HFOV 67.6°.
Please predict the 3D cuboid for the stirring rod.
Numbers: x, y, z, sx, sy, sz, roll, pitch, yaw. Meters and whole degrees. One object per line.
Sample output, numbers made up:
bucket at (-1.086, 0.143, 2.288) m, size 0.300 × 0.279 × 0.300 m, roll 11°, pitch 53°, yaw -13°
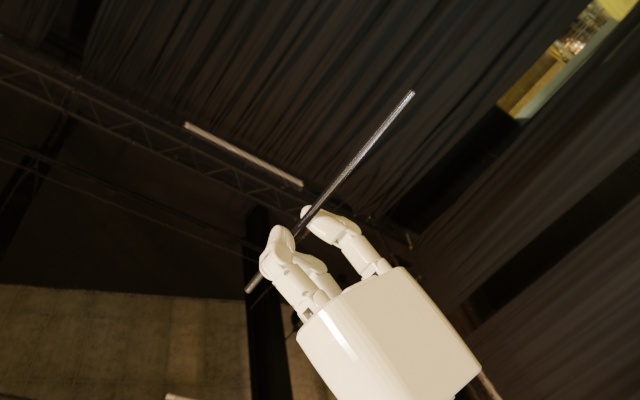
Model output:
stirring rod at (0.000, 0.001, 0.412) m, size 0.011 × 0.240 × 0.011 m, roll 32°, pitch 25°, yaw -17°
